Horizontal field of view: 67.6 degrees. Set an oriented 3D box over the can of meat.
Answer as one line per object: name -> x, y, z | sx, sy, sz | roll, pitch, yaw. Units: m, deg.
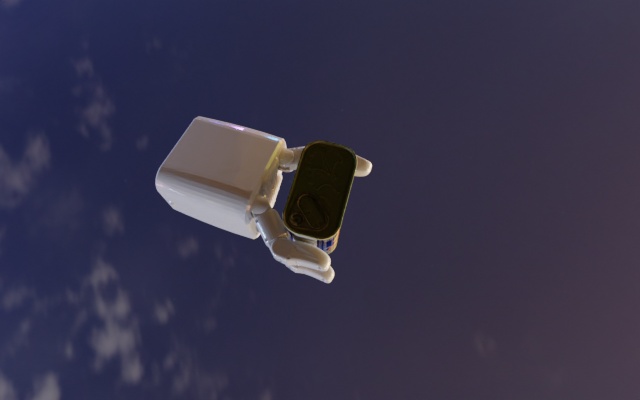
can of meat -> 0.000, 0.002, 0.504 | 0.057, 0.102, 0.084 | 14, -19, 5
